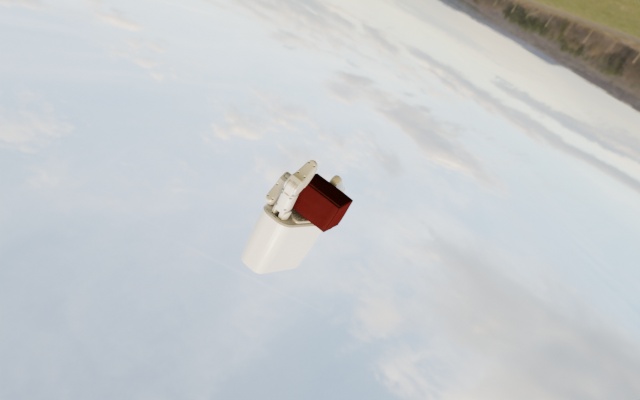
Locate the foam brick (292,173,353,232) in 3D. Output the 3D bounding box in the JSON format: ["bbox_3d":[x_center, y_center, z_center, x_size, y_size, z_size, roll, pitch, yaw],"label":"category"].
[{"bbox_3d":[0.000,0.003,0.739,0.078,0.051,0.053,38,26,17],"label":"foam brick"}]
